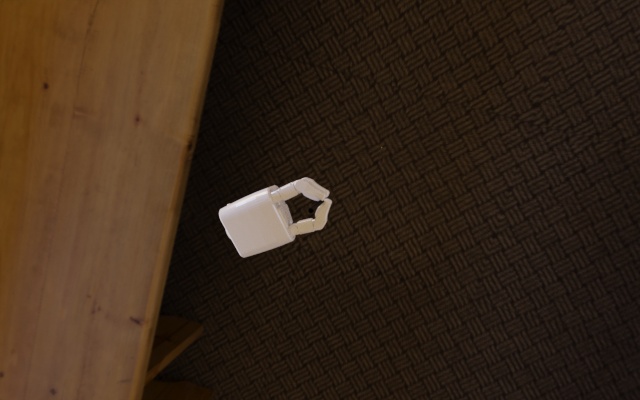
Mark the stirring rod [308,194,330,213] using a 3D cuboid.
[{"bbox_3d":[0.000,0.003,0.860,0.011,0.011,0.239,0,6,7],"label":"stirring rod"}]
